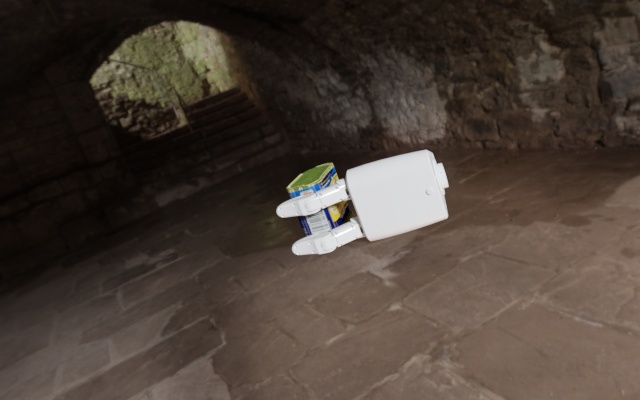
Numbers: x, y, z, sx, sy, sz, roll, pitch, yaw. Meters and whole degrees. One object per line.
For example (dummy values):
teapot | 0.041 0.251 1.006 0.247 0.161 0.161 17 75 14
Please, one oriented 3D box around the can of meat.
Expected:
can of meat | 0.000 0.002 0.670 0.057 0.084 0.102 -15 16 21
